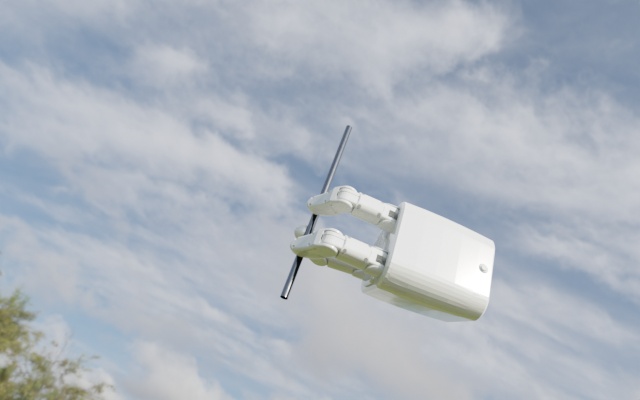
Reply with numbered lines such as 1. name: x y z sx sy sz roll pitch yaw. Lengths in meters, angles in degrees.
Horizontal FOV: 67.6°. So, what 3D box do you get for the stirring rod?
1. stirring rod: 0.000 0.002 0.534 0.011 0.239 0.011 14 -34 10
